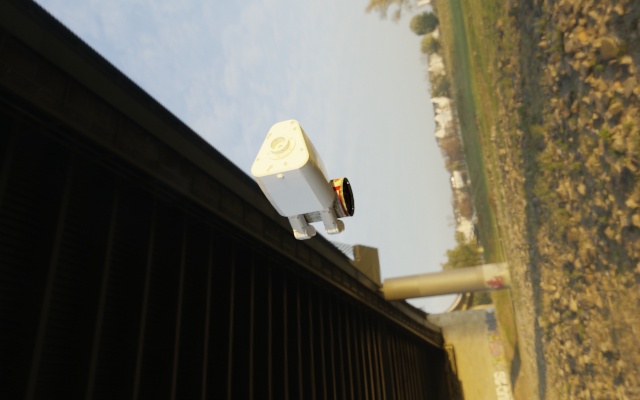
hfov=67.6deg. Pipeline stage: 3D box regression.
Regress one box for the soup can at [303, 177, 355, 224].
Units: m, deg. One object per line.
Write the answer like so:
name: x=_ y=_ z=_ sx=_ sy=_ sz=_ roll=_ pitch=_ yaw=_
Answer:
soup can: x=0.000 y=0.003 z=0.815 sx=0.102 sy=0.068 sz=0.068 roll=-11 pitch=-3 yaw=18
